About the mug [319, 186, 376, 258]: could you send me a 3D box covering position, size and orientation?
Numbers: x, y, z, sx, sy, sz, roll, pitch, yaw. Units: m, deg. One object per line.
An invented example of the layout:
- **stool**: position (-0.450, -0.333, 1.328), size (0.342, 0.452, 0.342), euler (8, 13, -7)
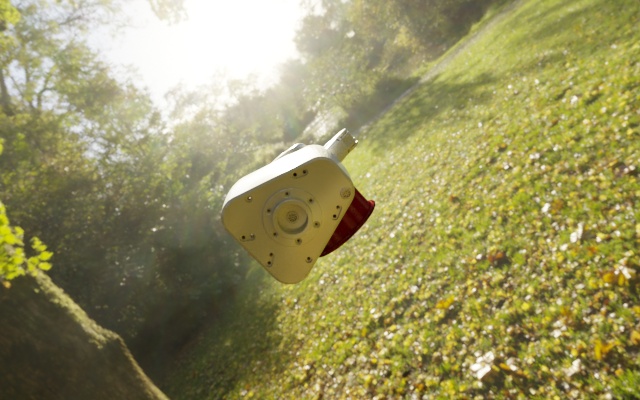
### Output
- **mug**: position (0.000, 0.001, 0.554), size (0.093, 0.081, 0.117), euler (-43, 10, 3)
